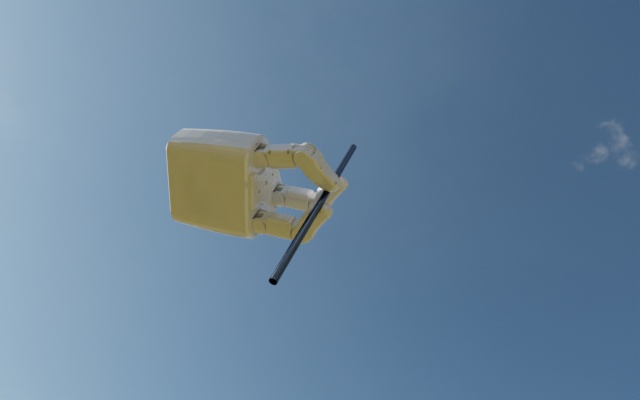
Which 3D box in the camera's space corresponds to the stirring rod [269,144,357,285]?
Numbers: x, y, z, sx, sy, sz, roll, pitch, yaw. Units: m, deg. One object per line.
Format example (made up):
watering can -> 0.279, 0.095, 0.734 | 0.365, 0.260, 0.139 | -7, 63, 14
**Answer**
stirring rod -> 0.000, 0.002, 0.495 | 0.011, 0.011, 0.239 | 0, 34, 24
